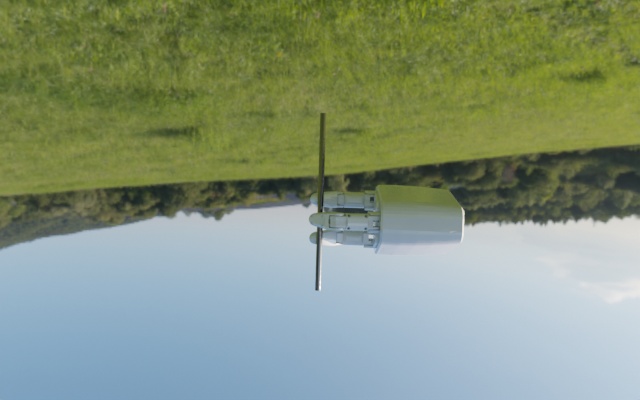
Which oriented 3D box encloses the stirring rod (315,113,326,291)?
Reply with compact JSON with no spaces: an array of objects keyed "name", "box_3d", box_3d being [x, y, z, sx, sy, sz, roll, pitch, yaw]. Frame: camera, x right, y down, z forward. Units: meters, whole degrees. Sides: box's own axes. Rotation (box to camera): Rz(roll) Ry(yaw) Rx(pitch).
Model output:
[{"name":"stirring rod","box_3d":[0.000,0.002,0.649,0.011,0.239,0.011,2,1,0]}]
